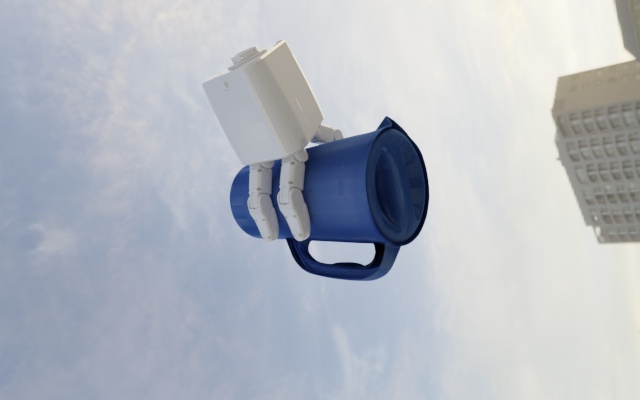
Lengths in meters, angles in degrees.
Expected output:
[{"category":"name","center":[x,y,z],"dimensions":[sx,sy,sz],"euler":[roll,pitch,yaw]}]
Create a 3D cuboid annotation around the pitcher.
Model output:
[{"category":"pitcher","center":[0.000,0.002,0.595],"dimensions":[0.243,0.145,0.149],"euler":[-6,31,40]}]
